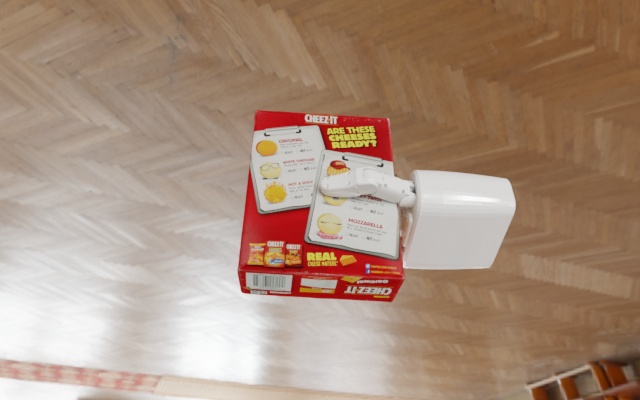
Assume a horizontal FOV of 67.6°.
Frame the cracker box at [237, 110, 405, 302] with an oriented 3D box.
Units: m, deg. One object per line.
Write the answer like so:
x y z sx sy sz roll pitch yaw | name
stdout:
0.000 0.002 0.538 0.164 0.213 0.072 3 -35 -4 | cracker box
